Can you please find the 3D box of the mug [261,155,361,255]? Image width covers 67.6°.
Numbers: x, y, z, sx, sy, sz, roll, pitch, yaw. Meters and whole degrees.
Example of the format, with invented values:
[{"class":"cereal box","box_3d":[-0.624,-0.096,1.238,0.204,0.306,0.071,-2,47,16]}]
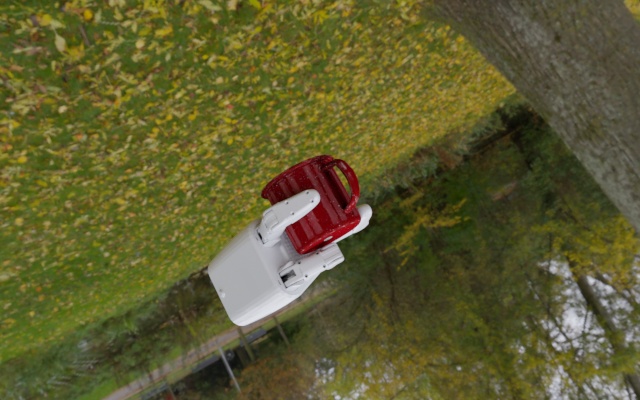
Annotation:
[{"class":"mug","box_3d":[0.001,0.001,0.526,0.093,0.081,0.117,-15,-18,-49]}]
